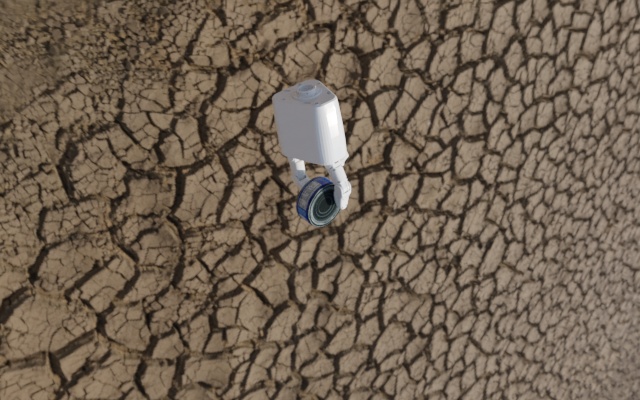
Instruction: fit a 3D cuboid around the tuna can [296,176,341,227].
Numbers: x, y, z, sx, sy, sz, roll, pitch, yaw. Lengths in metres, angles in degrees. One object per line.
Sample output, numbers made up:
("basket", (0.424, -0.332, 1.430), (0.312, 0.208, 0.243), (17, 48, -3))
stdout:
("tuna can", (0.001, 0.003, 0.841), (0.086, 0.086, 0.033), (0, 24, -46))
